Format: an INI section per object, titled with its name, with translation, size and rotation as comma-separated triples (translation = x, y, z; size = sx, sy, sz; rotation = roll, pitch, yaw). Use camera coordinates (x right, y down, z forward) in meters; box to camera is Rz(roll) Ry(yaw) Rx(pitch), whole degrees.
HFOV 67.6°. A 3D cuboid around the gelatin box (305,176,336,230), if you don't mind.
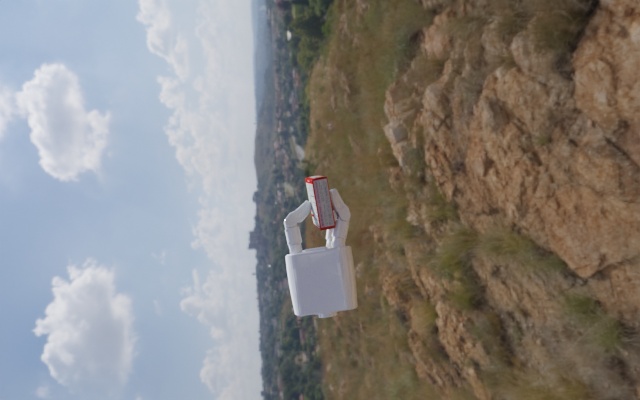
[gelatin box]
translation = 0.000, 0.002, 0.826
size = 0.030, 0.089, 0.073
rotation = -12, 6, -9
